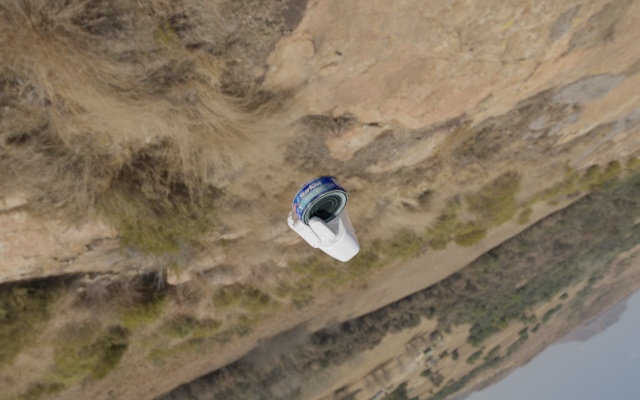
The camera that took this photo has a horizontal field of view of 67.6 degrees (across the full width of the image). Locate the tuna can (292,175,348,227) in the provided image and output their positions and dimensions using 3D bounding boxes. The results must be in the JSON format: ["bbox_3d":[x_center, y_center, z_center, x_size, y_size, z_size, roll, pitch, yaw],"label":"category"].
[{"bbox_3d":[0.000,0.003,0.758,0.086,0.086,0.033,0,44,-43],"label":"tuna can"}]
